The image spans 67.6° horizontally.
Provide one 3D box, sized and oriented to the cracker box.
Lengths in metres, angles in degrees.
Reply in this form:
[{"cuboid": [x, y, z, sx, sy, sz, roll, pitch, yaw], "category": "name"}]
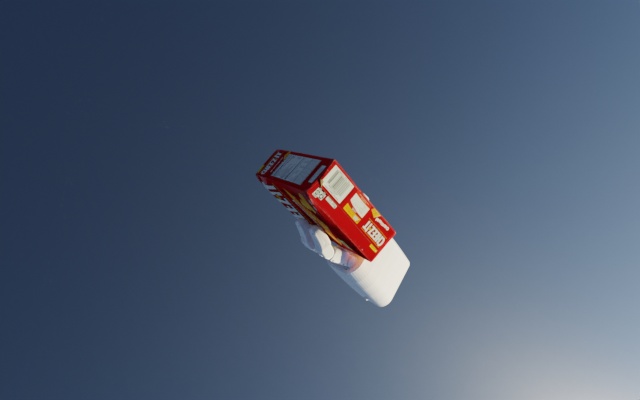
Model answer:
[{"cuboid": [0.000, 0.002, 0.782, 0.164, 0.072, 0.213, 48, -13, -26], "category": "cracker box"}]
